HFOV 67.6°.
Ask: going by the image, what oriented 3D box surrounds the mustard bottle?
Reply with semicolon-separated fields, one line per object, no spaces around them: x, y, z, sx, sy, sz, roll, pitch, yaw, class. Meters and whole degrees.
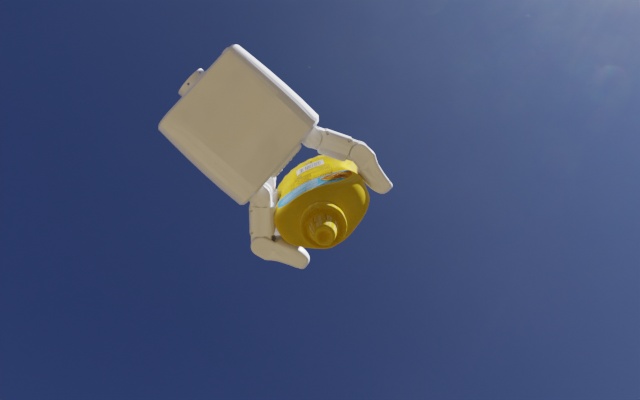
0.000;0.002;0.481;0.096;0.058;0.191;-22;15;5;mustard bottle
